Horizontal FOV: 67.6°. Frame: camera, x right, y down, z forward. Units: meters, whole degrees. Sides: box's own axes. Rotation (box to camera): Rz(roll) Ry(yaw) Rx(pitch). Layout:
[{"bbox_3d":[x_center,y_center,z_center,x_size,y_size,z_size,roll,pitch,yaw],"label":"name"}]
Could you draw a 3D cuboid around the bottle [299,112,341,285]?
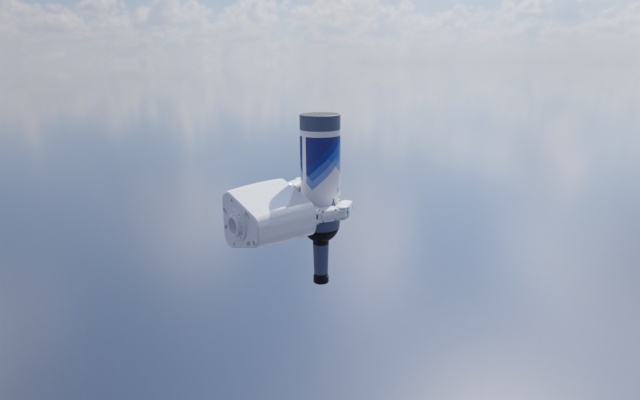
[{"bbox_3d":[0.000,0.002,0.807,0.069,0.296,0.069,0,16,0],"label":"bottle"}]
